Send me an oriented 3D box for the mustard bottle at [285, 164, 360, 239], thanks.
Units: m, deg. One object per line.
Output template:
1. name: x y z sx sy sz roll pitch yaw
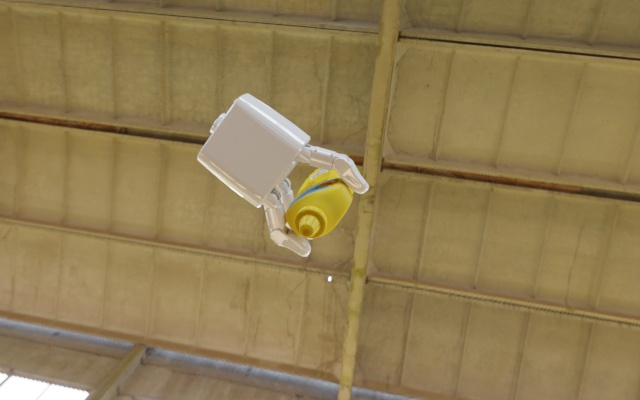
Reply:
1. mustard bottle: 0.000 0.002 0.661 0.096 0.058 0.191 -26 14 19
